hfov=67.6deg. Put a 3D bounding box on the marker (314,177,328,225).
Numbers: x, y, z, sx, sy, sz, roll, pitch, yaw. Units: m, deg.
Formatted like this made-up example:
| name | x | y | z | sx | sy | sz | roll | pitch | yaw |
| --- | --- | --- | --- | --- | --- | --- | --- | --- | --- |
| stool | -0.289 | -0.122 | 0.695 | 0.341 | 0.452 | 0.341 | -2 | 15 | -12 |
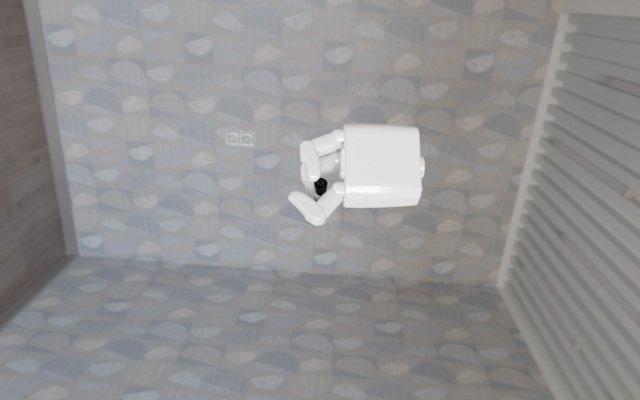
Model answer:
| name | x | y | z | sx | sy | sz | roll | pitch | yaw |
| --- | --- | --- | --- | --- | --- | --- | --- | --- | --- |
| marker | 0.000 | 0.002 | 0.692 | 0.020 | 0.020 | 0.121 | 0 | -28 | 0 |
